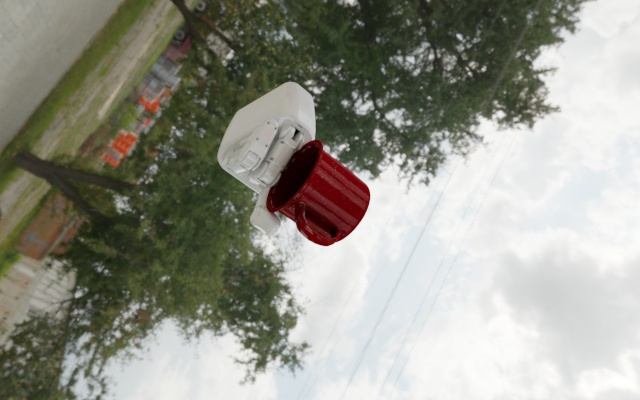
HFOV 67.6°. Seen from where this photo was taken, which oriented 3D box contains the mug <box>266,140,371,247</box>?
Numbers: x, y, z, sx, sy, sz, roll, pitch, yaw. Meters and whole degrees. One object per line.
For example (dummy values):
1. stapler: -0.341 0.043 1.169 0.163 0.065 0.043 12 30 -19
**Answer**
1. mug: 0.000 0.003 0.514 0.081 0.117 0.093 36 -58 -24
